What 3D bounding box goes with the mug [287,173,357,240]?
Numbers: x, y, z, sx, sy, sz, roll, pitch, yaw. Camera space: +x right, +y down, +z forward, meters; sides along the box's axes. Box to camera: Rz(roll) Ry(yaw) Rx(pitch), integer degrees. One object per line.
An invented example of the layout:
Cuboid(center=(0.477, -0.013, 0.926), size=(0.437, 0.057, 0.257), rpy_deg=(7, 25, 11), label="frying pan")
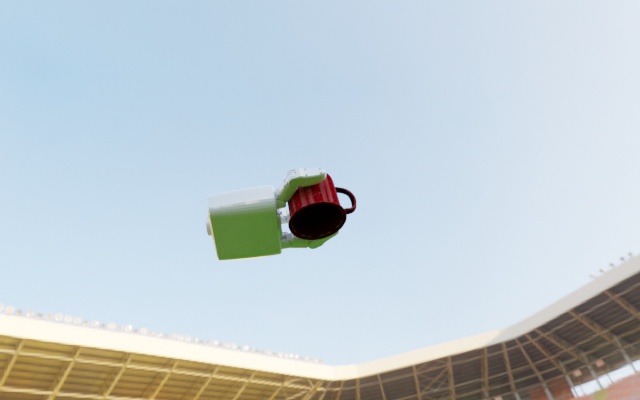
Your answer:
Cuboid(center=(0.002, 0.002, 0.771), size=(0.117, 0.081, 0.093), rpy_deg=(-7, -41, -9), label="mug")
